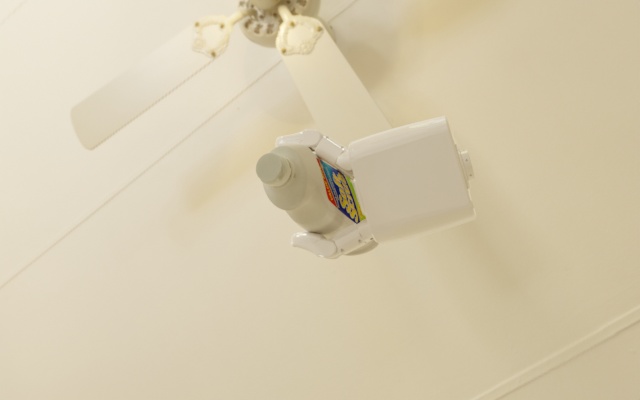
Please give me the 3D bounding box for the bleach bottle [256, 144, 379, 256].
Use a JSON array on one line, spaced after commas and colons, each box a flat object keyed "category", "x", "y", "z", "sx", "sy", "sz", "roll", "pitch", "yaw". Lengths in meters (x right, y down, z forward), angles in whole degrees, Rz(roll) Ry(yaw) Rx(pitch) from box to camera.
[{"category": "bleach bottle", "x": 0.000, "y": 0.002, "z": 0.559, "sx": 0.068, "sy": 0.102, "sz": 0.251, "roll": -16, "pitch": -17, "yaw": 19}]
